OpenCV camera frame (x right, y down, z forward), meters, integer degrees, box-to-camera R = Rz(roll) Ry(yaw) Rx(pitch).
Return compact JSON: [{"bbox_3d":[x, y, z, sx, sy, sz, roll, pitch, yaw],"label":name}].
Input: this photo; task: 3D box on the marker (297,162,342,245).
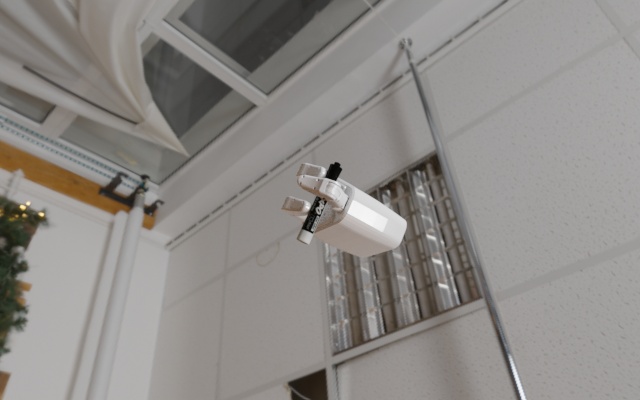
[{"bbox_3d":[0.000,0.002,0.655,0.020,0.121,0.020,23,-11,5],"label":"marker"}]
